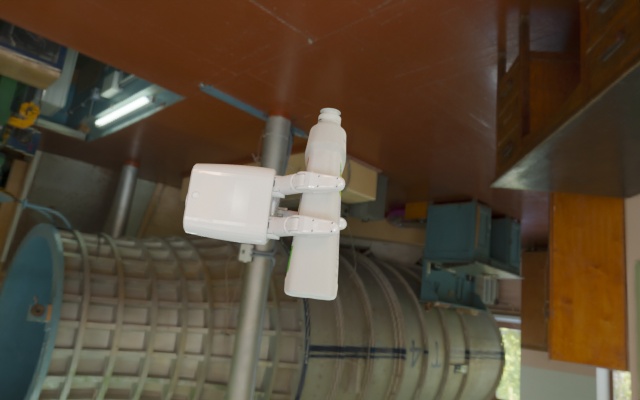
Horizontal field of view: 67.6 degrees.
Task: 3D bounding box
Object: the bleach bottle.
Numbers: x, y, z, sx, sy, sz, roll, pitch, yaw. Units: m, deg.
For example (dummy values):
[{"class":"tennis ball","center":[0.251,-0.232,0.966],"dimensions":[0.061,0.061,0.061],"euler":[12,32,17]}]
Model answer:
[{"class":"bleach bottle","center":[0.000,0.002,0.636],"dimensions":[0.068,0.250,0.102],"euler":[6,-13,0]}]
